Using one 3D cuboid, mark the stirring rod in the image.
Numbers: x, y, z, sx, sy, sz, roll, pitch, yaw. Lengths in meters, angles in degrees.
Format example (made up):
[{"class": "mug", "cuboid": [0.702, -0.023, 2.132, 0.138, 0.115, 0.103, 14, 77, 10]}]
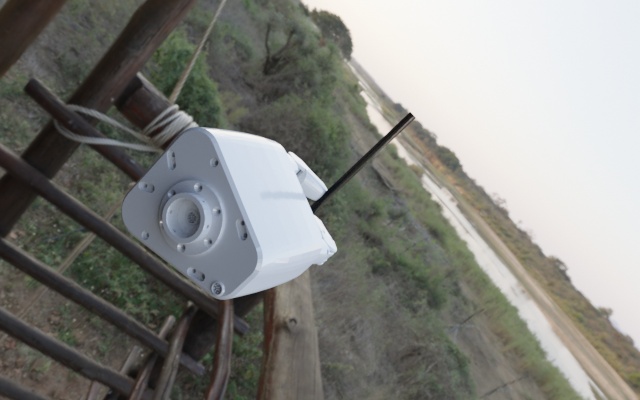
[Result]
[{"class": "stirring rod", "cuboid": [0.000, 0.002, 0.467, 0.239, 0.011, 0.011, -43, -13, 14]}]
